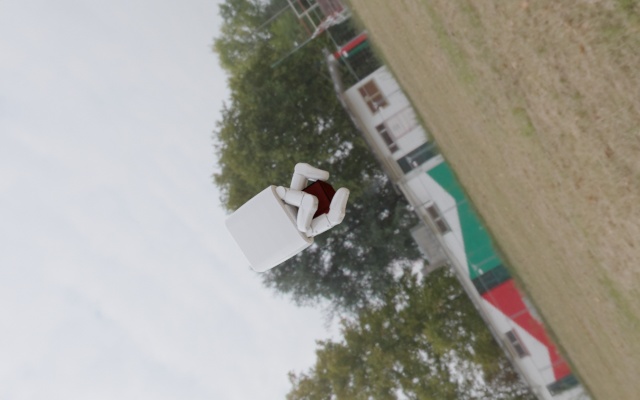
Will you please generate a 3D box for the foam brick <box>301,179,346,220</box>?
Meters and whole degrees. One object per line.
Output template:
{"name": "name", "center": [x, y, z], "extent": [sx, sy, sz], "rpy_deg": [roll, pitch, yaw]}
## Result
{"name": "foam brick", "center": [0.000, 0.003, 0.824], "extent": [0.051, 0.053, 0.078], "rpy_deg": [-34, -16, 12]}
